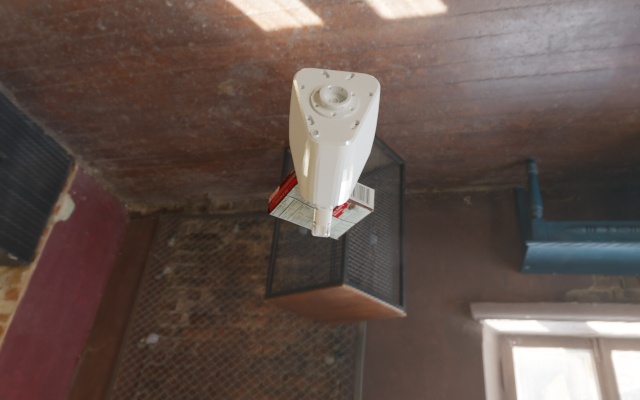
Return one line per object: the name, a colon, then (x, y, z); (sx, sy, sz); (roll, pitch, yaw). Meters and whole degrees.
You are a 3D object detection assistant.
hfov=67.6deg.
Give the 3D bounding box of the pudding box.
pudding box: (0.000, 0.002, 0.623); (0.113, 0.039, 0.090); (23, -40, -22)
